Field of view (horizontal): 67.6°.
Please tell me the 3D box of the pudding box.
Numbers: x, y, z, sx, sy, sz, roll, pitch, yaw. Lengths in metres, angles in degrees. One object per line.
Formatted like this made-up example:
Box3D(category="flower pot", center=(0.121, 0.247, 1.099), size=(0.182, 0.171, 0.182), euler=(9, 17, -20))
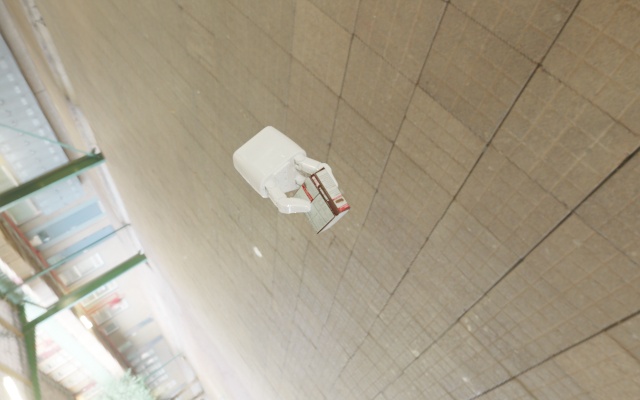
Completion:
Box3D(category="pudding box", center=(0.000, 0.003, 0.873), size=(0.039, 0.090, 0.113), euler=(-30, -8, -24))
